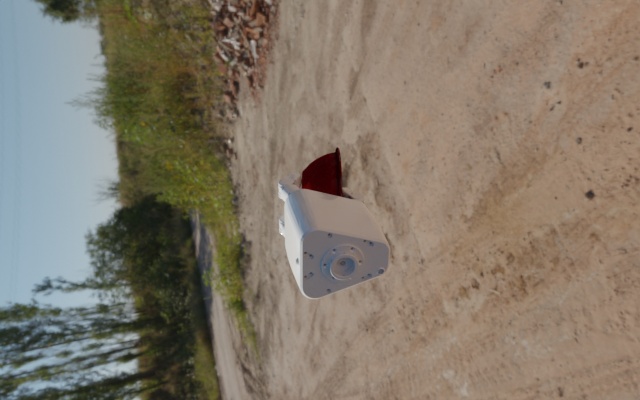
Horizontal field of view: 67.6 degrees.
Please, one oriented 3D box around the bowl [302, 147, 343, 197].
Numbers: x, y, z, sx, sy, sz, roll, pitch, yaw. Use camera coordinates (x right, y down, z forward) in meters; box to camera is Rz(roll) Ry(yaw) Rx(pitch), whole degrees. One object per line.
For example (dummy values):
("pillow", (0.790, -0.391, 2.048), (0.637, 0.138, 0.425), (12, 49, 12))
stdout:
("bowl", (0.000, 0.002, 0.707), (0.055, 0.162, 0.162), (0, 0, -1))
